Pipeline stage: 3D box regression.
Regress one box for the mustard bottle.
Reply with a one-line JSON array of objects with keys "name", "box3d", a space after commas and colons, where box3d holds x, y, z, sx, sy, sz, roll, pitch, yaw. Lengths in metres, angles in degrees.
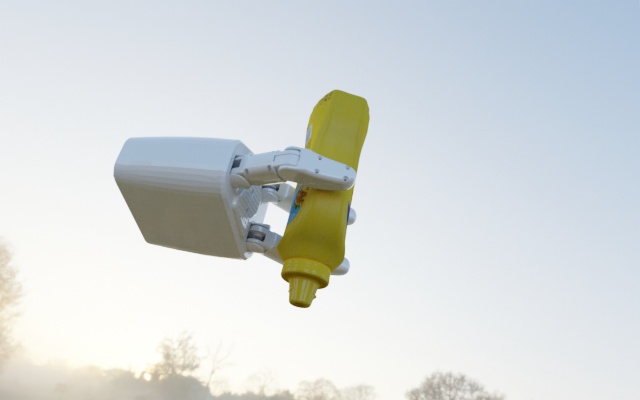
[{"name": "mustard bottle", "box3d": [0.000, 0.001, 0.427, 0.058, 0.191, 0.096, 17, -28, -8]}]
